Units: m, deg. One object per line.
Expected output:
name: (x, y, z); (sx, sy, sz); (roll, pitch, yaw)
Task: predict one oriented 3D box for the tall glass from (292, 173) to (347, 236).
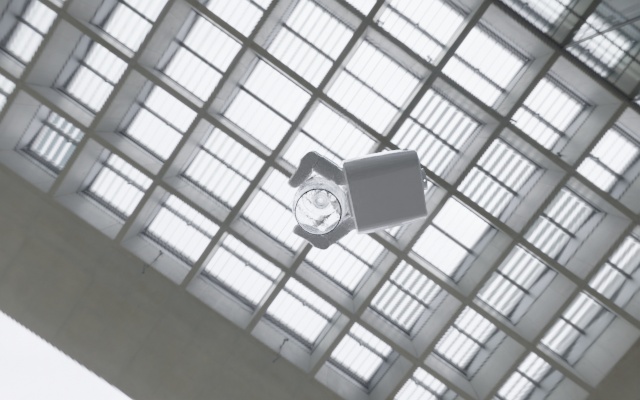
tall glass: (0.000, 0.002, 0.715); (0.079, 0.079, 0.201); (0, 8, 2)
